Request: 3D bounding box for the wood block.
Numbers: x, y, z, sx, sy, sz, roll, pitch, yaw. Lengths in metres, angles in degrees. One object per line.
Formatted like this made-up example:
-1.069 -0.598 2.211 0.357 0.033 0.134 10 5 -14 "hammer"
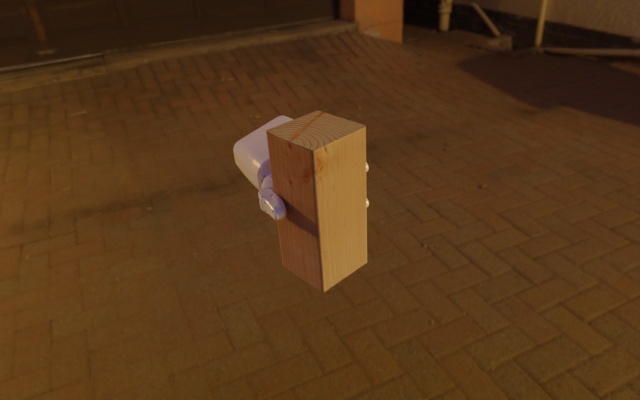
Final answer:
0.000 0.002 0.625 0.091 0.206 0.090 -28 38 -34 "wood block"
